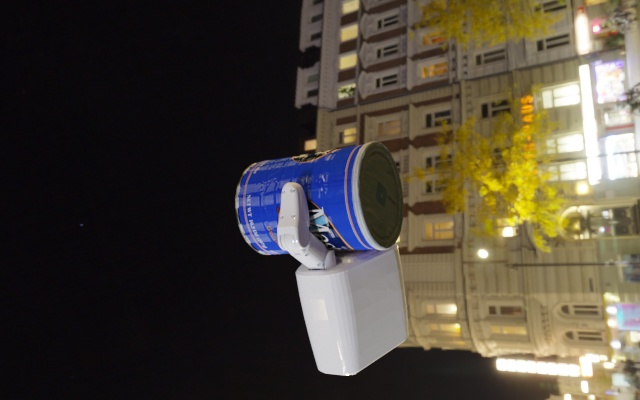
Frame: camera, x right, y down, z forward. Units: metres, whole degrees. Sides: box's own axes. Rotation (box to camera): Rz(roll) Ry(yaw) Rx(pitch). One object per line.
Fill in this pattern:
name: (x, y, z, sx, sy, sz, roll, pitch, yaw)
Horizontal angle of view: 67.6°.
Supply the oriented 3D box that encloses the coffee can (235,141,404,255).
coffee can: (0.000, 0.001, 0.486, 0.140, 0.103, 0.103, -6, -3, 31)
